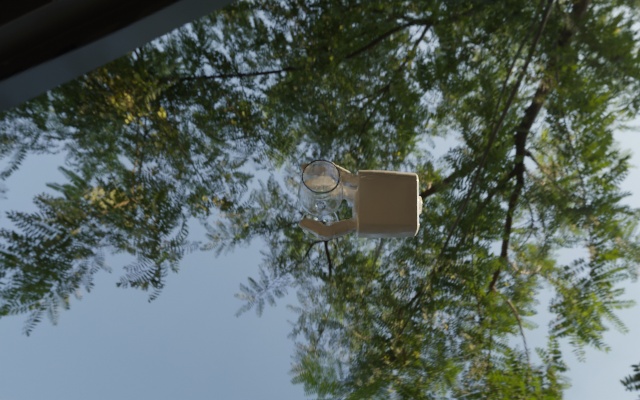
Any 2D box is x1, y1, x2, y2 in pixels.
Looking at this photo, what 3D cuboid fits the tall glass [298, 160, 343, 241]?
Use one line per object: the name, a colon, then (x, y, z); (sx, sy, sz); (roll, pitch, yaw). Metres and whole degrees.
tall glass: (0.000, 0.003, 0.854); (0.079, 0.079, 0.201); (0, -25, 0)
